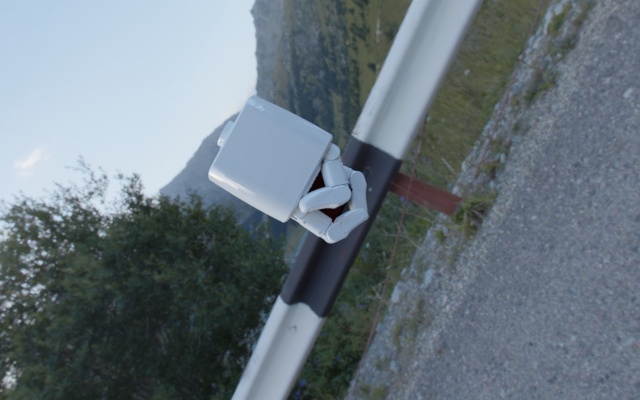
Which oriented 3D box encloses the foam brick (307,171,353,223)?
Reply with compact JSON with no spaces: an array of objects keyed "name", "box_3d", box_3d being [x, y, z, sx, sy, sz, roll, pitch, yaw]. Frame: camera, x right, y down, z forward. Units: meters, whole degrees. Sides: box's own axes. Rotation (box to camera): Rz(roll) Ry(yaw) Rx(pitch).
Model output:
[{"name":"foam brick","box_3d":[0.000,0.002,0.619,0.051,0.053,0.078,28,-16,-6]}]
